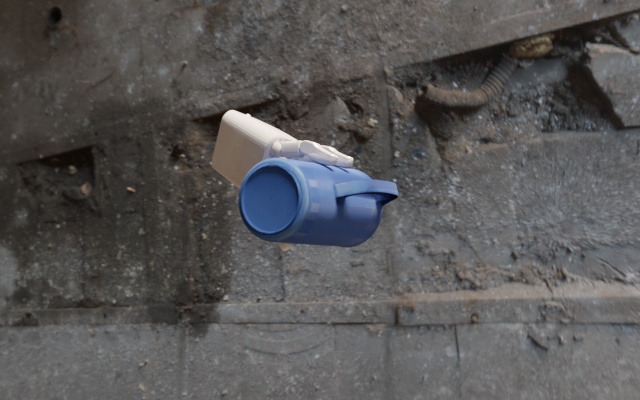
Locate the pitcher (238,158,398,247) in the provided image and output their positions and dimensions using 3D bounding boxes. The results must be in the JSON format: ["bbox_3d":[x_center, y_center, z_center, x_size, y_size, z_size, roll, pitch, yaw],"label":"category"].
[{"bbox_3d":[0.000,0.002,0.702,0.145,0.149,0.243,35,12,24],"label":"pitcher"}]
